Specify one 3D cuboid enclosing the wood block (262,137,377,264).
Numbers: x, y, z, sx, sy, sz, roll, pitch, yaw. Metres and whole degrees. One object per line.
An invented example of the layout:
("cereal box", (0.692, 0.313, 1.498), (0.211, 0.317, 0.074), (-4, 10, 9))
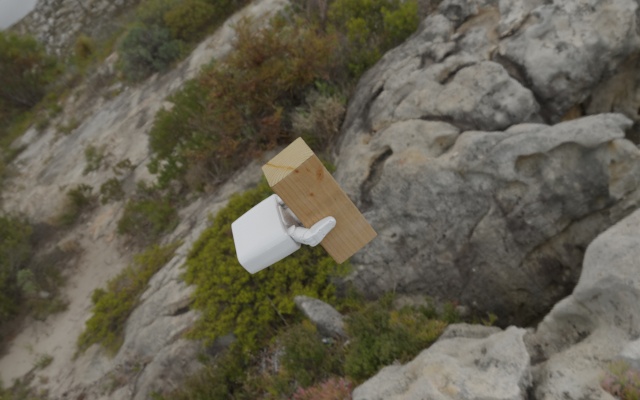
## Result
("wood block", (0.000, 0.003, 0.844), (0.090, 0.206, 0.090), (-38, 31, 3))
